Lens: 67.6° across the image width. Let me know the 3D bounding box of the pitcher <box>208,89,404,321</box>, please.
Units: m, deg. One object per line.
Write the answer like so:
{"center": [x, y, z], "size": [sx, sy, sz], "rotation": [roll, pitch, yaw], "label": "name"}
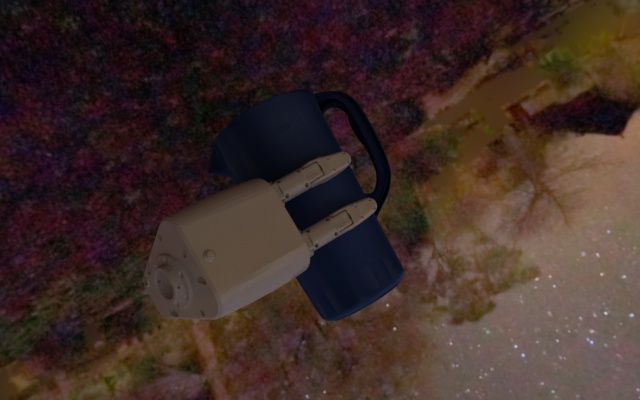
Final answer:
{"center": [0.000, 0.002, 0.545], "size": [0.149, 0.243, 0.145], "rotation": [-35, -6, 42], "label": "pitcher"}
